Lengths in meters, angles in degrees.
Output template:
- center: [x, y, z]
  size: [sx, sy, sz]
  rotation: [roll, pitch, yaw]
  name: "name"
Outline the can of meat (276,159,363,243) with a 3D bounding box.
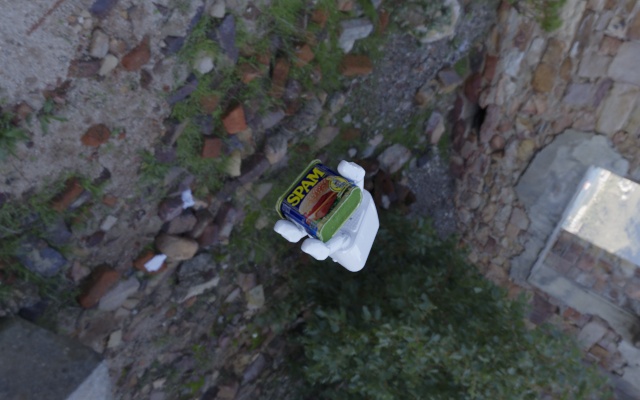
- center: [0.000, 0.002, 0.702]
  size: [0.084, 0.102, 0.057]
  rotation: [33, -17, 27]
  name: "can of meat"
